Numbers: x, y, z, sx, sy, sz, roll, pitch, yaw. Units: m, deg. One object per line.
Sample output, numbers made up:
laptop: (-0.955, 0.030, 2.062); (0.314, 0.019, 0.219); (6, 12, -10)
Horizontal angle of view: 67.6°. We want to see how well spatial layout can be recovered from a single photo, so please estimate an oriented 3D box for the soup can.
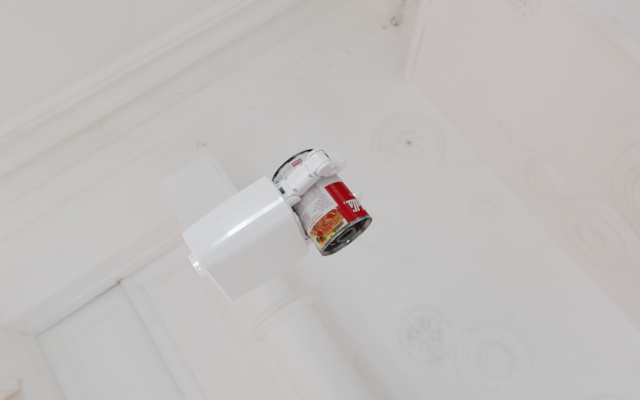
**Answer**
soup can: (0.000, 0.001, 0.531); (0.068, 0.102, 0.068); (-33, -19, -13)
